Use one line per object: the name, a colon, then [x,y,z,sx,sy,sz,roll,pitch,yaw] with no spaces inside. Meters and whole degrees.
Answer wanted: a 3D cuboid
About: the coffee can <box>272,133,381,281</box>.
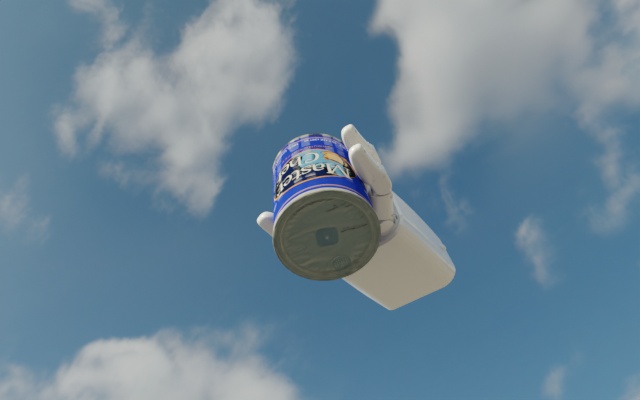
coffee can: [0.000,0.002,0.508,0.103,0.103,0.140,0,29,-6]
